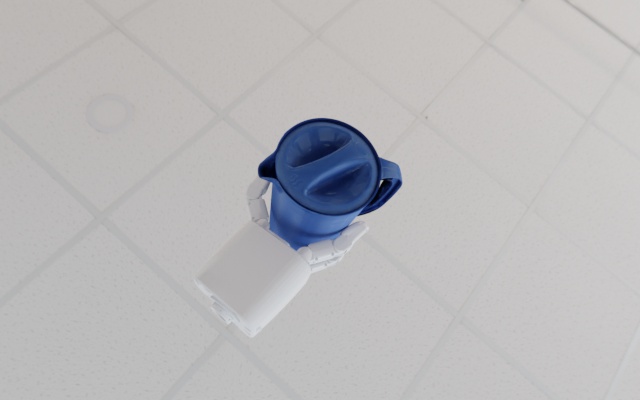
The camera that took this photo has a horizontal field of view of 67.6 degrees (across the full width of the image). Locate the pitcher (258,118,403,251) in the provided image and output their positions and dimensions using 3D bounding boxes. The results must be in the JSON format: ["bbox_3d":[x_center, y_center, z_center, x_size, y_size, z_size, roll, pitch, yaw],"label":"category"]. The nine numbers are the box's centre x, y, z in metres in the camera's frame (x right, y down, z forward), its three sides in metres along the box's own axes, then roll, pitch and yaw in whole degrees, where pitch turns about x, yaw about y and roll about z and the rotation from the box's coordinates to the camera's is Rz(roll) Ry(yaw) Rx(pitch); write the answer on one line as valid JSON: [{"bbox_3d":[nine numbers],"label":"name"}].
[{"bbox_3d":[0.000,0.002,0.678,0.149,0.145,0.243,39,-24,7],"label":"pitcher"}]
